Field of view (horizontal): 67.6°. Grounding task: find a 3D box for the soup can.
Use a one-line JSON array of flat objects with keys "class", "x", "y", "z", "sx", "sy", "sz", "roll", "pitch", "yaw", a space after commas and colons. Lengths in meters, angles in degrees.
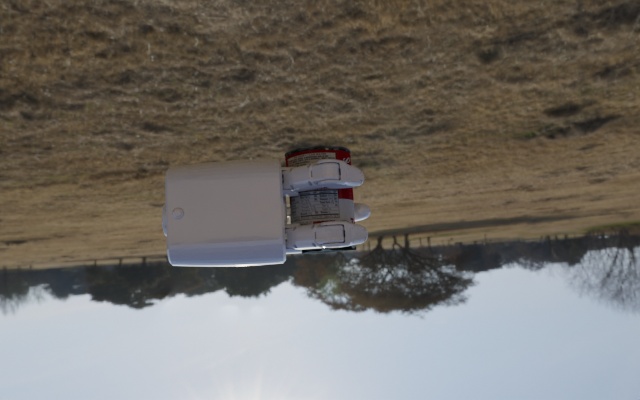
[{"class": "soup can", "x": 0.001, "y": 0.002, "z": 0.483, "sx": 0.068, "sy": 0.102, "sz": 0.068, "roll": -4, "pitch": -7, "yaw": 0}]
